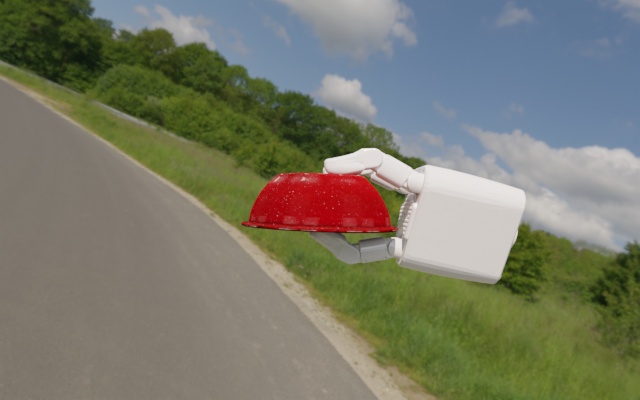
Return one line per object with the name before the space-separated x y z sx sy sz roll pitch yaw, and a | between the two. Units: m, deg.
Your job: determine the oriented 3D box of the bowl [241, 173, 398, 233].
bowl | -0.001 0.001 0.496 0.162 0.055 0.162 2 0 0
